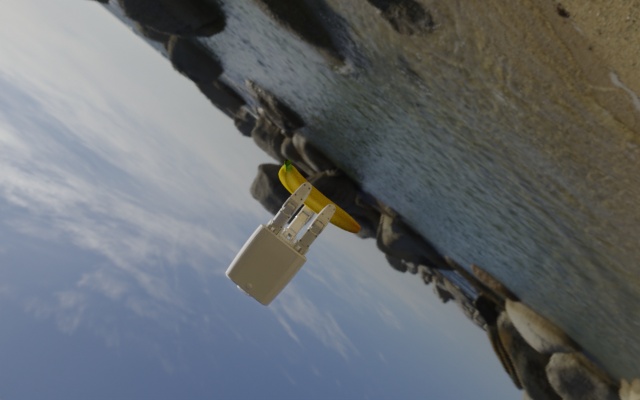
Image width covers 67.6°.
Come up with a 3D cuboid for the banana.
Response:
[{"bbox_3d":[-0.010,-0.003,0.851,0.198,0.037,0.069,41,-8,-26],"label":"banana"}]
